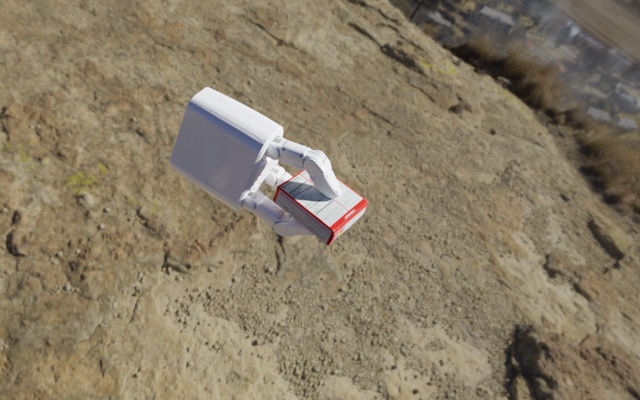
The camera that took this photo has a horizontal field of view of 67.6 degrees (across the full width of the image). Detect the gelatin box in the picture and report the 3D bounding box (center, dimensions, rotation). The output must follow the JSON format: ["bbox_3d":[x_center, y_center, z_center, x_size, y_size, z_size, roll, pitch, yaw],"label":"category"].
[{"bbox_3d":[0.000,0.002,0.570,0.089,0.030,0.073,37,46,17],"label":"gelatin box"}]
